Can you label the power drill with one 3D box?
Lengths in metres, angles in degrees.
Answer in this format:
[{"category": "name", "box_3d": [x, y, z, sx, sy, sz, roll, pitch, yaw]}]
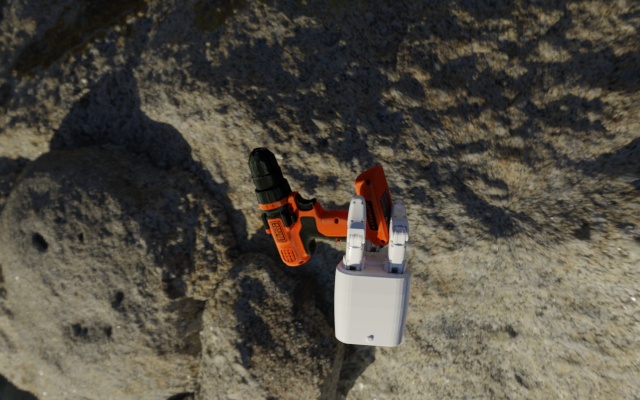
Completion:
[{"category": "power drill", "box_3d": [0.001, 0.002, 0.658, 0.187, 0.184, 0.057, -7, 25, 29]}]
